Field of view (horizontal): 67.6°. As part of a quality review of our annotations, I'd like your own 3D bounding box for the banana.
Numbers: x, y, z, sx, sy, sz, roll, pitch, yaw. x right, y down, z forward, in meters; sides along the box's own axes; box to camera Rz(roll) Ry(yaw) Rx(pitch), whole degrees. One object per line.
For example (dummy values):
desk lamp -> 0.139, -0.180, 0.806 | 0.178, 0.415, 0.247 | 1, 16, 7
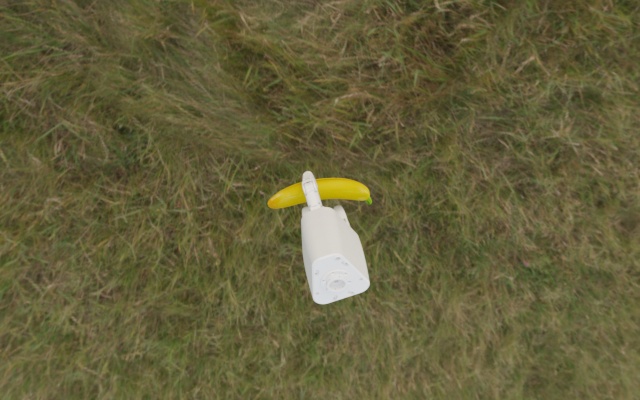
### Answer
banana -> 0.006, -0.011, 0.854 | 0.198, 0.070, 0.037 | 0, 43, -12
